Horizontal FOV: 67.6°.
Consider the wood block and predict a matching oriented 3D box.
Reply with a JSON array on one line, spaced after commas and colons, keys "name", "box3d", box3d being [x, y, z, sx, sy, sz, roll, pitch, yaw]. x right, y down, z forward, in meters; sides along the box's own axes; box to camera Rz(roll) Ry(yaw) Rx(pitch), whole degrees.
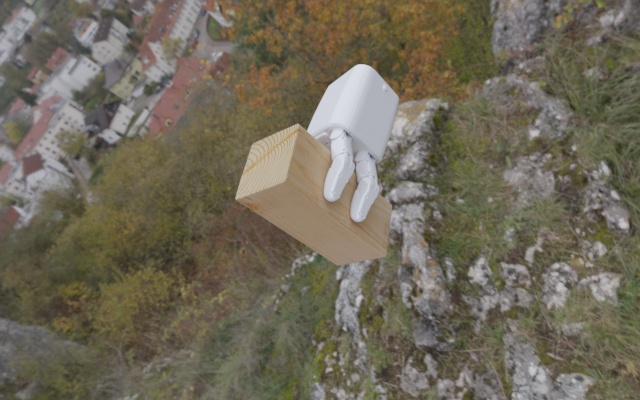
[{"name": "wood block", "box3d": [0.000, 0.002, 0.645, 0.091, 0.090, 0.206, -16, -40, 39]}]
